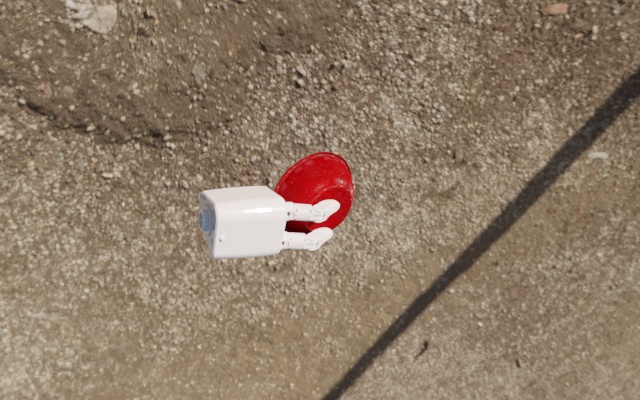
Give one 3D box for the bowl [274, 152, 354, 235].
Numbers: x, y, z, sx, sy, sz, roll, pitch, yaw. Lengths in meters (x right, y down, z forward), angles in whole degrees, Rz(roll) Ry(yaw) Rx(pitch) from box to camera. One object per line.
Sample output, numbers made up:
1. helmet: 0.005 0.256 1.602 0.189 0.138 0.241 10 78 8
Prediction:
1. bowl: 0.001 0.002 0.797 0.162 0.162 0.055 0 31 -39
